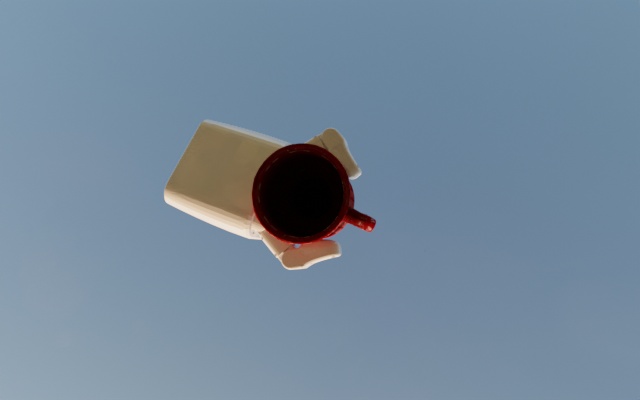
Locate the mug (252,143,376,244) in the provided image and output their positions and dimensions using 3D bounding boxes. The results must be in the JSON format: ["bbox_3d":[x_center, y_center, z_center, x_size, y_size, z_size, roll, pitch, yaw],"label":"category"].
[{"bbox_3d":[0.001,0.002,0.470,0.117,0.093,0.081,21,-1,13],"label":"mug"}]
